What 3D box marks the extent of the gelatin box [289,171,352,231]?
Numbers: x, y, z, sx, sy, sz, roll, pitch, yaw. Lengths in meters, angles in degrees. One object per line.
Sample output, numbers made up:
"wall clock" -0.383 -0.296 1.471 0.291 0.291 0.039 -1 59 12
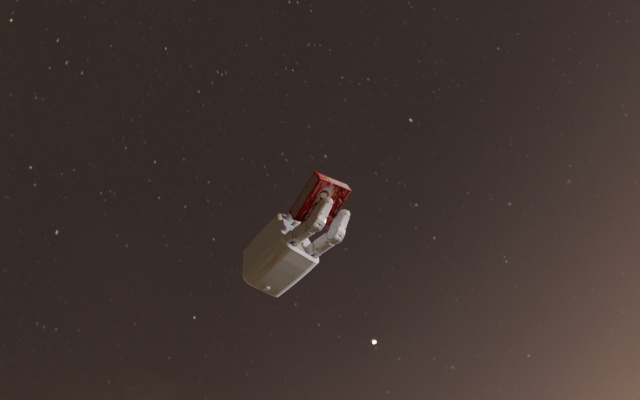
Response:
"gelatin box" 0.000 0.002 0.819 0.073 0.089 0.030 20 21 -33
